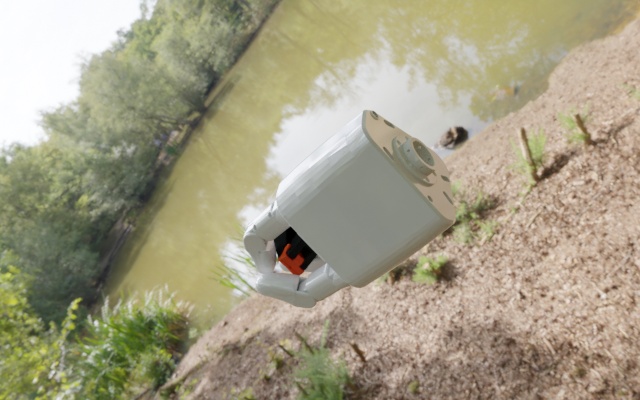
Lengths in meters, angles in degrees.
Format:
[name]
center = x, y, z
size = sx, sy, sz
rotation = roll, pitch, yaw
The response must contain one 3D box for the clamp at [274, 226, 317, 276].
[clamp]
center = 0.000, 0.001, 0.503
size = 0.039, 0.171, 0.120
rotation = 38, -56, -22
